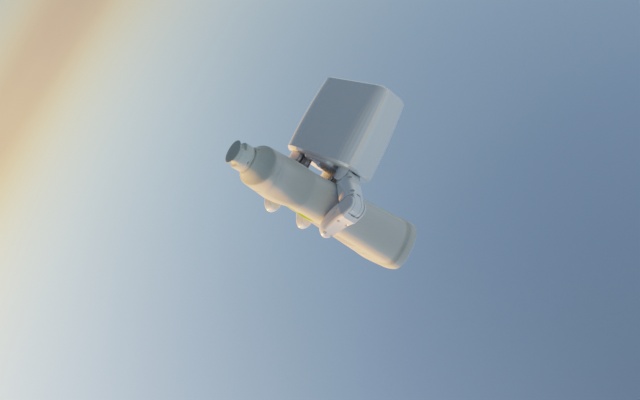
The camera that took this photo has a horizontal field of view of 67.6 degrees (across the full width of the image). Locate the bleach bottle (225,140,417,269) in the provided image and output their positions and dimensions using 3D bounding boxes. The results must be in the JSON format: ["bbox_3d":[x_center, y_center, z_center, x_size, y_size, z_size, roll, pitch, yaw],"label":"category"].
[{"bbox_3d":[0.000,0.002,0.577,0.251,0.068,0.102,31,-7,-33],"label":"bleach bottle"}]
